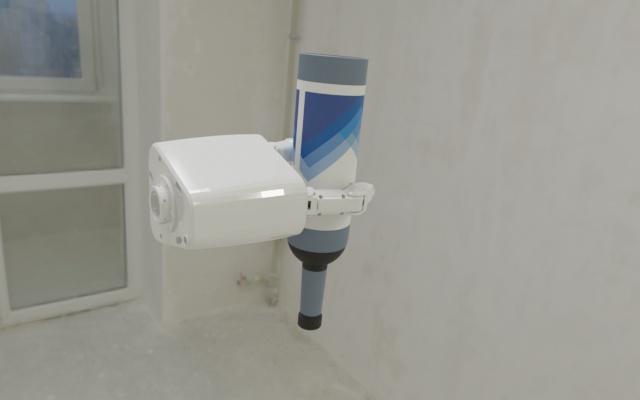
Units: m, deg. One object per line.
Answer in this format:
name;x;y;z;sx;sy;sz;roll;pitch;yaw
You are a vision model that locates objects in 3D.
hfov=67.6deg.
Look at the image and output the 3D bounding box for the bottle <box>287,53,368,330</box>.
bottle;0.000;0.001;0.500;0.069;0.296;0.069;5;18;-2
